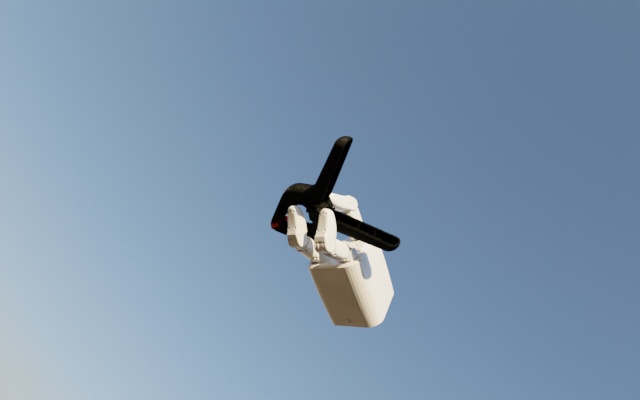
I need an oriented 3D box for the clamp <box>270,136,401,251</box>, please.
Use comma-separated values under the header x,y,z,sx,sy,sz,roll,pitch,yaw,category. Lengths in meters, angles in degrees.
x,y,z,sx,sy,sz,roll,pitch,yaw,category
0.000,0.002,0.680,0.210,0.164,0.036,-9,17,41,clamp
